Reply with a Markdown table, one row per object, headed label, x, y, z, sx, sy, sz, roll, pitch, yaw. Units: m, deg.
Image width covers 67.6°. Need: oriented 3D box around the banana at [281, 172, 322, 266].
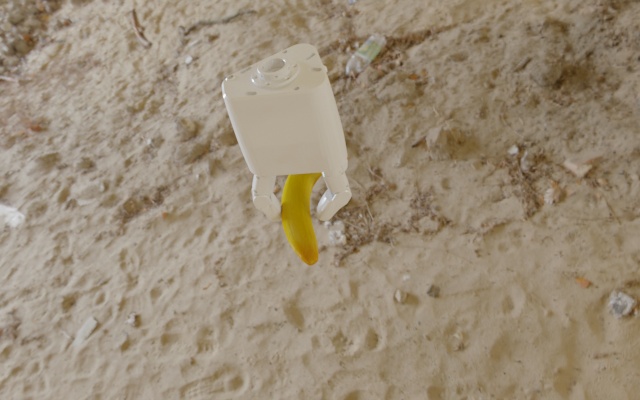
| label | x | y | z | sx | sy | sz | roll | pitch | yaw |
| --- | --- | --- | --- | --- | --- | --- | --- | --- | --- |
| banana | -0.017 | -0.003 | 0.628 | 0.069 | 0.197 | 0.037 | 9 | -42 | 9 |
